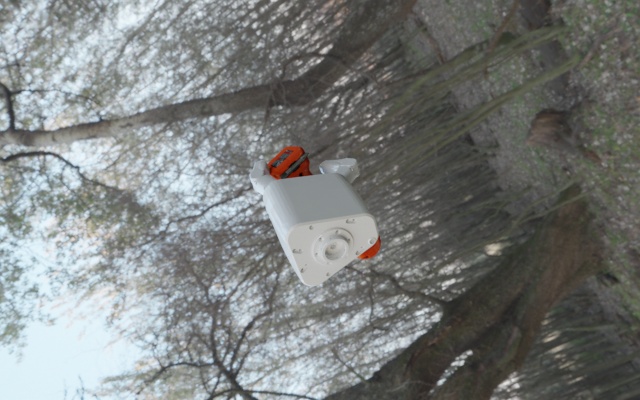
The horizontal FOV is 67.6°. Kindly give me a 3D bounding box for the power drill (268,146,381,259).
[{"bbox_3d":[0.000,0.002,0.723,0.188,0.057,0.184,46,-8,-15],"label":"power drill"}]
